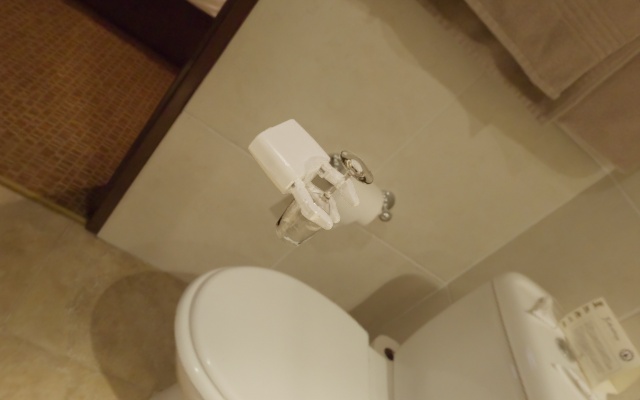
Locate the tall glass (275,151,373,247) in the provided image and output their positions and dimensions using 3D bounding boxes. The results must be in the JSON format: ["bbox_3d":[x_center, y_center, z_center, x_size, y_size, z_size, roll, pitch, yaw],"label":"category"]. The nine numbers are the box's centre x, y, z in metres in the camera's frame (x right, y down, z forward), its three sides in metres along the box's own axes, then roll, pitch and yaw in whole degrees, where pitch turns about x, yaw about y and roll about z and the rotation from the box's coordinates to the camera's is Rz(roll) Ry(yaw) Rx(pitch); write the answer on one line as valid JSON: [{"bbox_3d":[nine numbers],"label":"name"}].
[{"bbox_3d":[0.001,0.003,0.859,0.079,0.079,0.201,0,-37,-51],"label":"tall glass"}]
